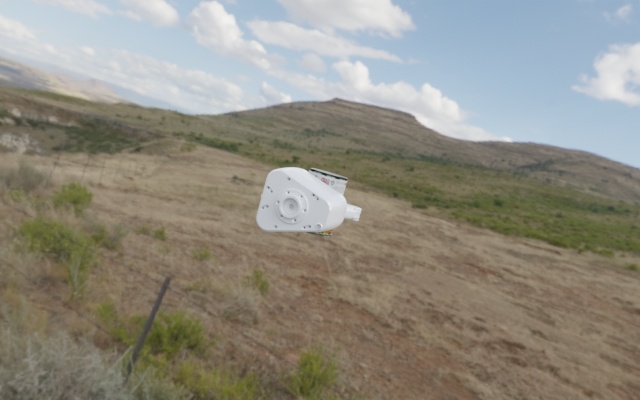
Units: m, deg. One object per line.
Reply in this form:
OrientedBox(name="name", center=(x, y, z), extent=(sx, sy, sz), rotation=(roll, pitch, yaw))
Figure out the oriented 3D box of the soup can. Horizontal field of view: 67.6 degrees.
OrientedBox(name="soup can", center=(0.000, 0.002, 0.802), extent=(0.068, 0.102, 0.068), rotation=(16, 6, -2))
